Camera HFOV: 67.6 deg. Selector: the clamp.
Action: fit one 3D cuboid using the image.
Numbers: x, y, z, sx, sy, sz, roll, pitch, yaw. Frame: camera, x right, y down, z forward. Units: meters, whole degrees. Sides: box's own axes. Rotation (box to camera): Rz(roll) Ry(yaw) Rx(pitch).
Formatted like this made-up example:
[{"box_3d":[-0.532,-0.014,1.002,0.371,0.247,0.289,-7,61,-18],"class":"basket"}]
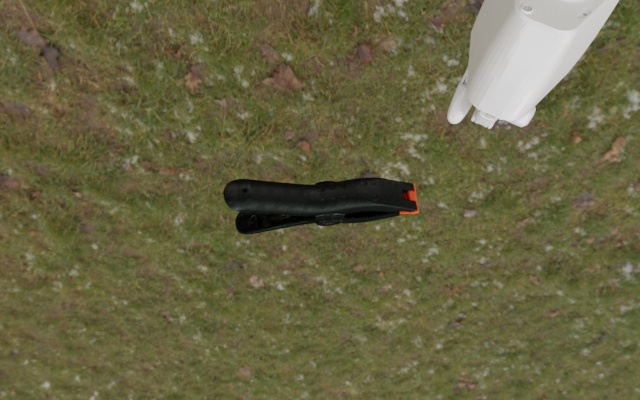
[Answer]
[{"box_3d":[0.000,0.002,0.407,0.171,0.039,0.120,-8,-8,2],"class":"clamp"}]
